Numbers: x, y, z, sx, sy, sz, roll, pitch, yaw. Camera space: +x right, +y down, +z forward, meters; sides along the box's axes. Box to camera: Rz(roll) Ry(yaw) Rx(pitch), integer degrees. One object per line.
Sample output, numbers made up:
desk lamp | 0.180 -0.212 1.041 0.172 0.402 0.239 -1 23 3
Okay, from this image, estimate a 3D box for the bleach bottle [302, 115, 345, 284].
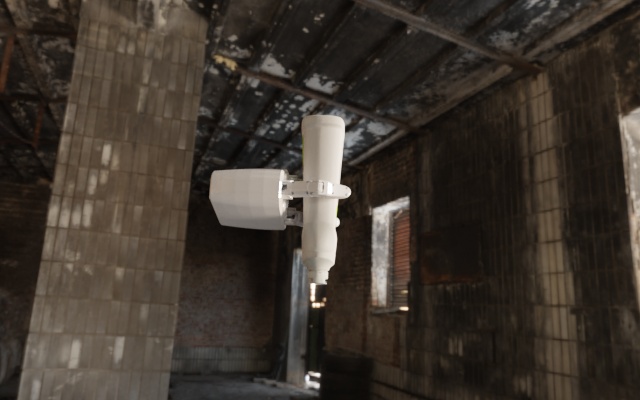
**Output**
bleach bottle | 0.000 0.002 0.744 0.068 0.250 0.102 2 -12 3
